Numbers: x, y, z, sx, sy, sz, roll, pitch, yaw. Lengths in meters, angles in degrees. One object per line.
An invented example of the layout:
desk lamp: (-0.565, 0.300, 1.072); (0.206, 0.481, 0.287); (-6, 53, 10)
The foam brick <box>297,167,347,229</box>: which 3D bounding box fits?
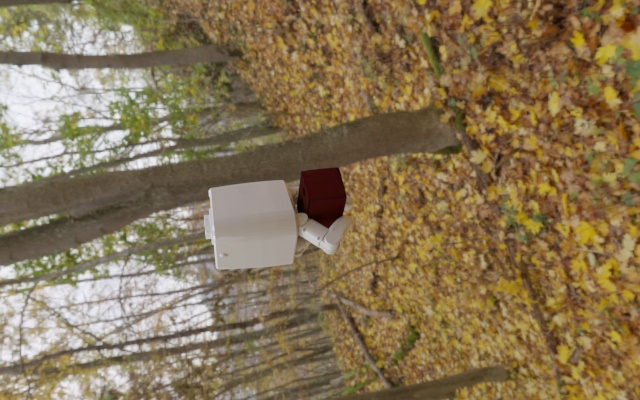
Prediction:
foam brick: (0.000, 0.002, 0.639); (0.051, 0.053, 0.078); (-4, -40, -12)
